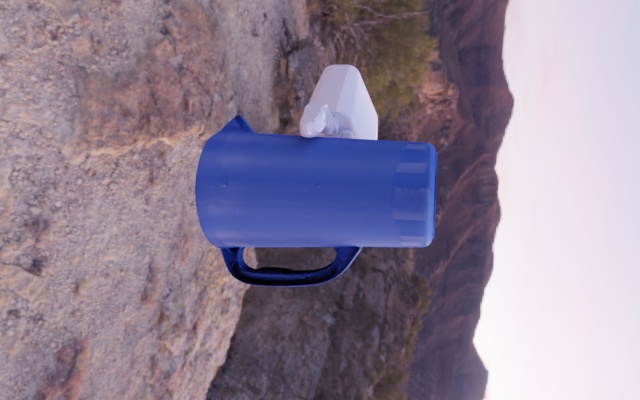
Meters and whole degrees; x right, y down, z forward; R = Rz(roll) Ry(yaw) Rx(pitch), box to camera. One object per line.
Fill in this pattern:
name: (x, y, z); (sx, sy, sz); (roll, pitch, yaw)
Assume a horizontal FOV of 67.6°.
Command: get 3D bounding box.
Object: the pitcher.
pitcher: (0.000, 0.002, 0.518); (0.243, 0.149, 0.145); (2, 45, 13)
